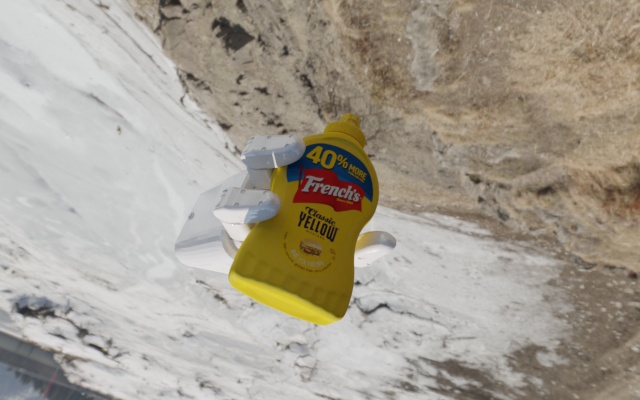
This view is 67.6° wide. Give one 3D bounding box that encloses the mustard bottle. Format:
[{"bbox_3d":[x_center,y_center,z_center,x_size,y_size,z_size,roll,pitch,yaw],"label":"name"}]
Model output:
[{"bbox_3d":[0.000,0.001,0.413,0.096,0.191,0.058,25,-28,-9],"label":"mustard bottle"}]
